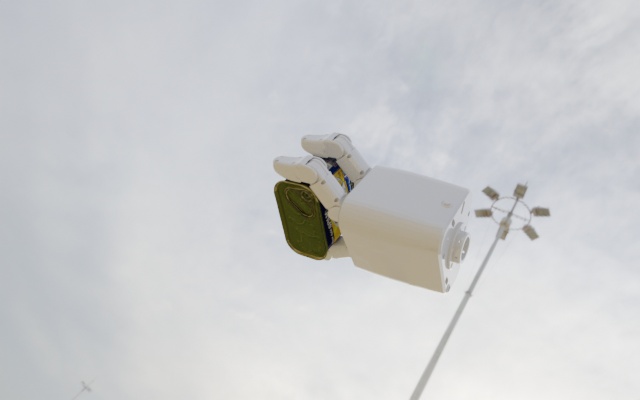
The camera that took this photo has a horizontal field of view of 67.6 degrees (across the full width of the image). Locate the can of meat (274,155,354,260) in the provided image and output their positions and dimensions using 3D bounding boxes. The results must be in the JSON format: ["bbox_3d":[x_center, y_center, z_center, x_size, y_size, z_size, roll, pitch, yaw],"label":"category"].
[{"bbox_3d":[0.000,0.002,0.547,0.057,0.102,0.084,13,40,31],"label":"can of meat"}]
